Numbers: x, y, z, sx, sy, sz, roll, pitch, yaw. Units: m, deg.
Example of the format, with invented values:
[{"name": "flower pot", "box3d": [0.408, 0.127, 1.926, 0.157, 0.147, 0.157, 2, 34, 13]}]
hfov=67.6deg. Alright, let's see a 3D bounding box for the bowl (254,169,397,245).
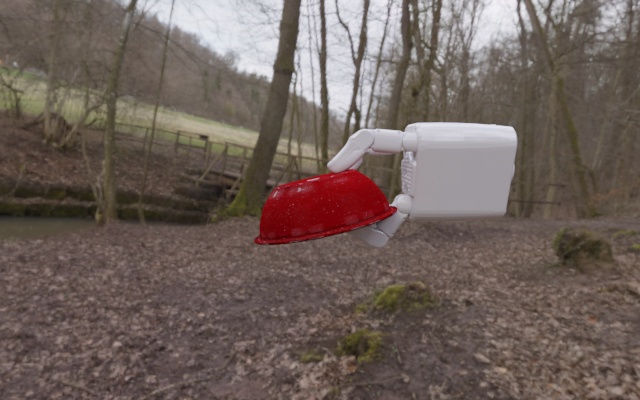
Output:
[{"name": "bowl", "box3d": [-0.001, 0.002, 0.526, 0.162, 0.055, 0.162, -13, 5, 1]}]
